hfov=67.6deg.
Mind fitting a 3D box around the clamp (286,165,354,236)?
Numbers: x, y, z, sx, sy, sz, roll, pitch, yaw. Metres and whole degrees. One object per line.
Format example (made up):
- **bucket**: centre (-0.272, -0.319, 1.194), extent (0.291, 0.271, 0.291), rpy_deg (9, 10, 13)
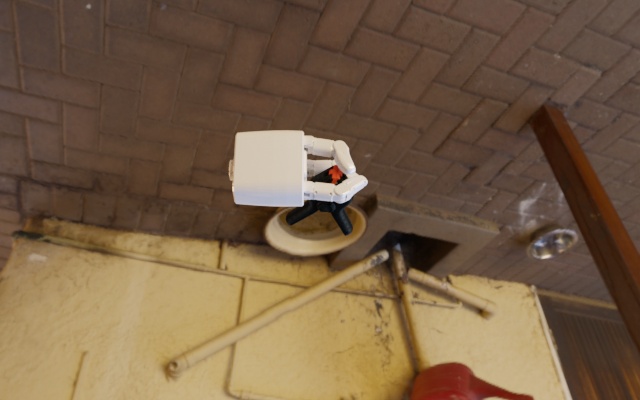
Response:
- **clamp**: centre (0.000, 0.003, 0.798), extent (0.120, 0.039, 0.172), rpy_deg (1, -39, -2)
